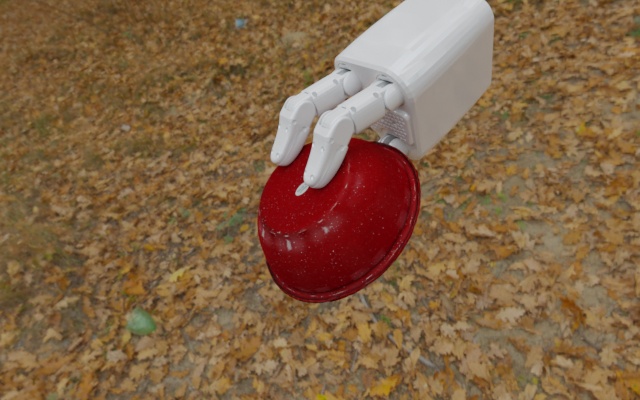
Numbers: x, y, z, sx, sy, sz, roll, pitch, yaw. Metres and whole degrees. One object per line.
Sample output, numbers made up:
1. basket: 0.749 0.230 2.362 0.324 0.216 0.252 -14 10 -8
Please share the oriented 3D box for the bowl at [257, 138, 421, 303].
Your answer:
1. bowl: -0.001 0.002 0.405 0.162 0.162 0.055 0 -30 41
